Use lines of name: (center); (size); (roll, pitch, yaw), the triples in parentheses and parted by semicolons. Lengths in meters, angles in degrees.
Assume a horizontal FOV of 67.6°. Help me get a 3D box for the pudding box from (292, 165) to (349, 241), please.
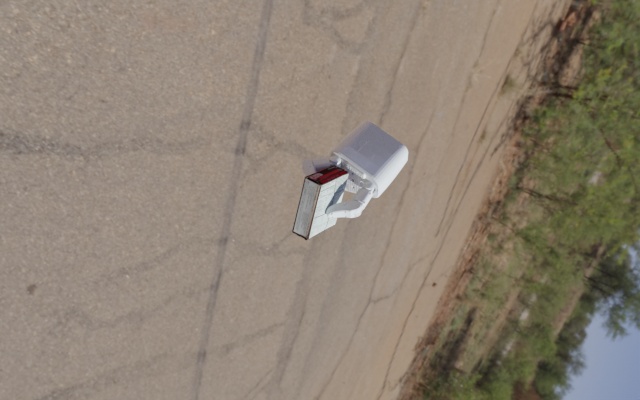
pudding box: (0.000, 0.003, 0.826); (0.039, 0.113, 0.090); (27, 29, 27)
